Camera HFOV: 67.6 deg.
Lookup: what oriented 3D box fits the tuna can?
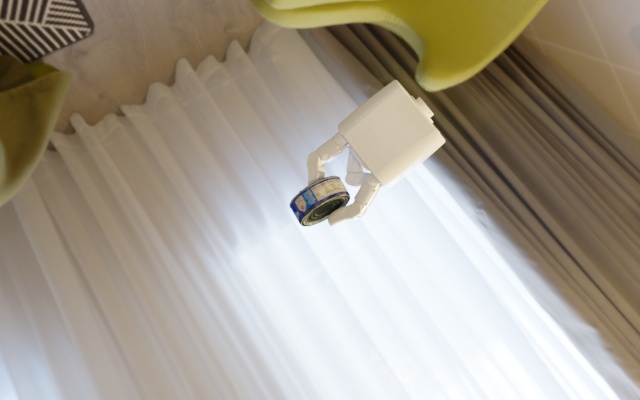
[{"bbox_3d":[0.000,0.003,0.693,0.086,0.033,0.086,-27,-18,-10],"label":"tuna can"}]
